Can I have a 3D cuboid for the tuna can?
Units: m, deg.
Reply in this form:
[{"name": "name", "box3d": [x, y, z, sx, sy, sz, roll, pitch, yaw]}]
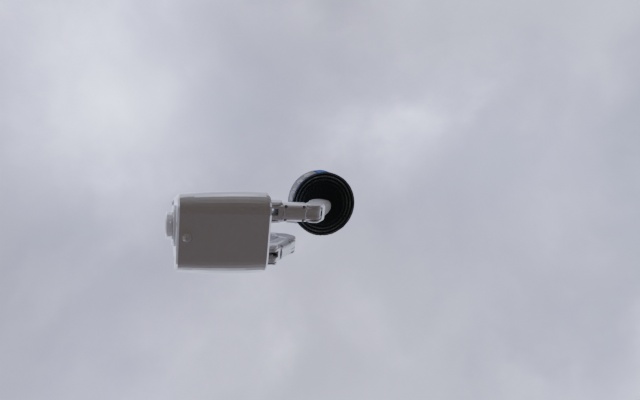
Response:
[{"name": "tuna can", "box3d": [0.000, 0.002, 0.646, 0.086, 0.086, 0.033, 0, 11, -17]}]
